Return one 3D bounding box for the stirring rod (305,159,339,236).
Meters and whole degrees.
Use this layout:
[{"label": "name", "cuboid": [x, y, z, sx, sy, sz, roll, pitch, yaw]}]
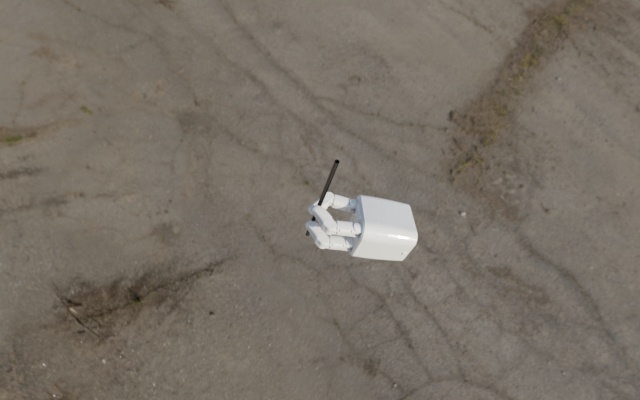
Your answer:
[{"label": "stirring rod", "cuboid": [0.000, 0.003, 0.862, 0.011, 0.011, 0.240, 0, -33, -15]}]
